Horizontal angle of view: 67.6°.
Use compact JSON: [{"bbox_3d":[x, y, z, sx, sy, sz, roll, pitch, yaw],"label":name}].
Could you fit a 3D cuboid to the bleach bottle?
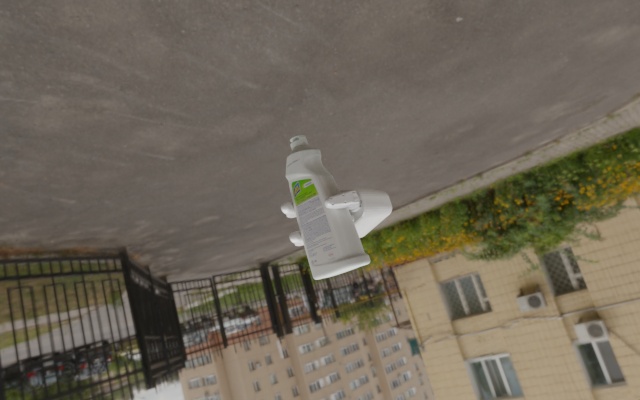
[{"bbox_3d":[0.000,0.003,0.825,0.102,0.250,0.068,-25,-15,35],"label":"bleach bottle"}]
